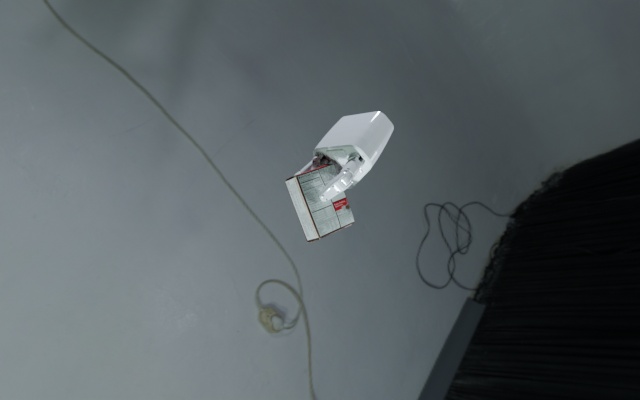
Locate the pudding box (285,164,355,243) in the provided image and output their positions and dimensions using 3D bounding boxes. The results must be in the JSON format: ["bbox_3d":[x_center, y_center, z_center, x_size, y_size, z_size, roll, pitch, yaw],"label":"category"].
[{"bbox_3d":[0.000,0.003,0.801,0.090,0.113,0.039,-21,-1,-39],"label":"pudding box"}]
